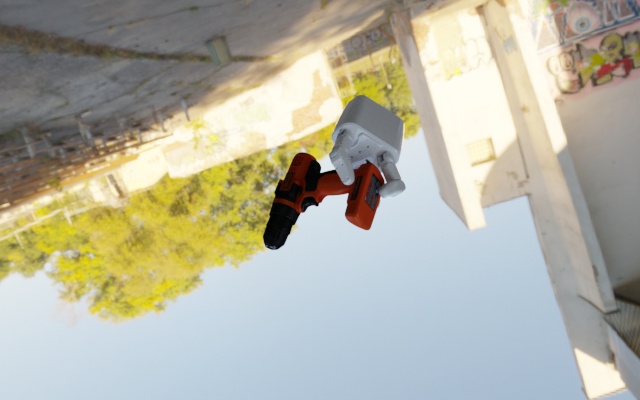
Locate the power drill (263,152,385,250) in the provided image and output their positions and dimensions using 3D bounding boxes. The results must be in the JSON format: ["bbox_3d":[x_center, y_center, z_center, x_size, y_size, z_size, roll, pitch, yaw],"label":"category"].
[{"bbox_3d":[0.001,0.002,0.782,0.187,0.184,0.057,4,-25,36],"label":"power drill"}]
